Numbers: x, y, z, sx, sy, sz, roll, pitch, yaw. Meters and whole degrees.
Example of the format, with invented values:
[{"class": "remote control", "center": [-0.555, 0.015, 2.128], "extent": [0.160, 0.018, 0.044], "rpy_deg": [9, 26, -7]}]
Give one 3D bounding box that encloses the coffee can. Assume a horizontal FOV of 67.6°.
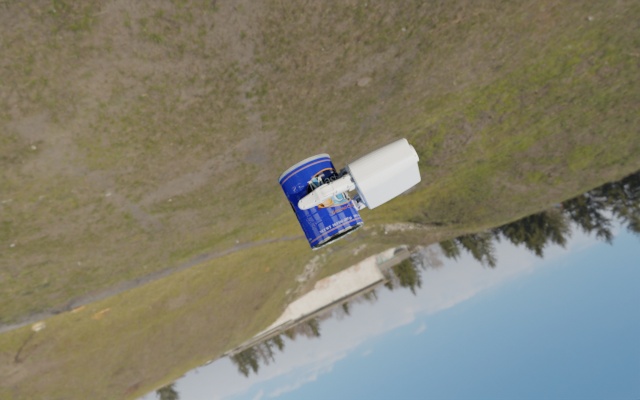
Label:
[{"class": "coffee can", "center": [0.000, 0.003, 0.844], "extent": [0.103, 0.140, 0.103], "rpy_deg": [-26, -10, -5]}]
